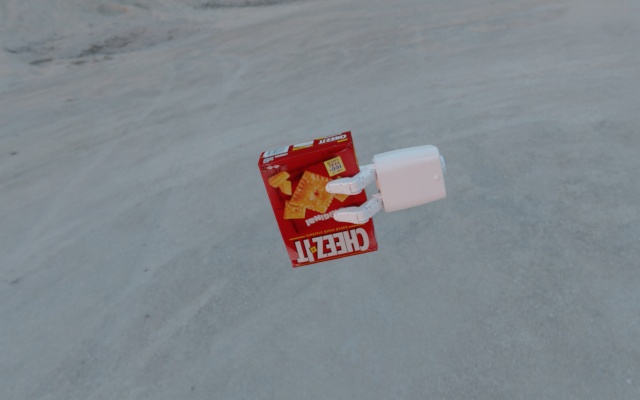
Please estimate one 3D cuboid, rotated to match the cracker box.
[{"bbox_3d":[0.000,0.003,0.843,0.164,0.214,0.072,-12,25,8],"label":"cracker box"}]
